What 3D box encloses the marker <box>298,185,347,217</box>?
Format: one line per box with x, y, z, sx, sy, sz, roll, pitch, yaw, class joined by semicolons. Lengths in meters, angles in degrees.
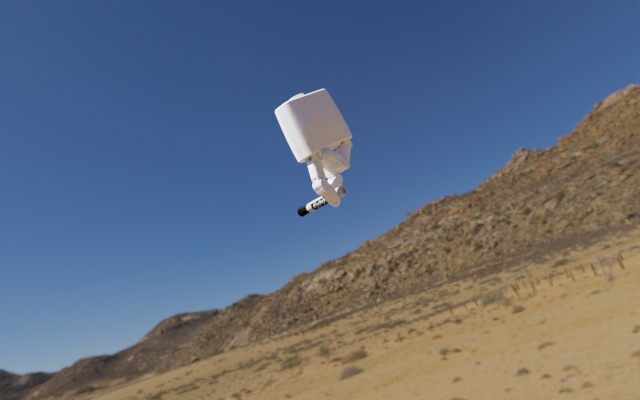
0.000;0.003;0.899;0.121;0.020;0.020;-28;-18;38;marker
